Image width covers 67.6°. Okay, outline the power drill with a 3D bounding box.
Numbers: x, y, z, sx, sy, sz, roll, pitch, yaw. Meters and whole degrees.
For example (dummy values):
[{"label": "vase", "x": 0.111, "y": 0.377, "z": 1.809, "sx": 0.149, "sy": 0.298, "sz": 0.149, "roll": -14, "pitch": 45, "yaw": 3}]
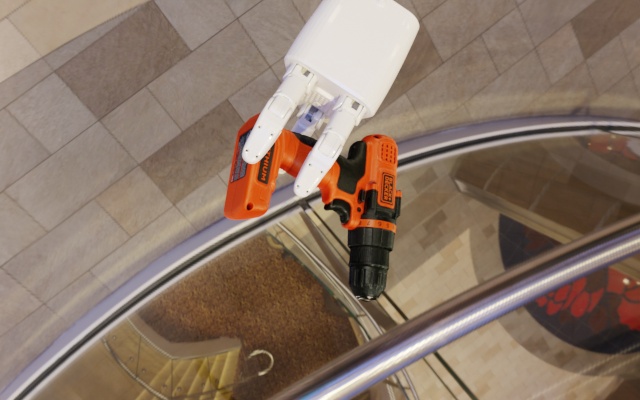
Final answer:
[{"label": "power drill", "x": 0.000, "y": 0.001, "z": 0.488, "sx": 0.188, "sy": 0.184, "sz": 0.057, "roll": 16, "pitch": -19, "yaw": -31}]
